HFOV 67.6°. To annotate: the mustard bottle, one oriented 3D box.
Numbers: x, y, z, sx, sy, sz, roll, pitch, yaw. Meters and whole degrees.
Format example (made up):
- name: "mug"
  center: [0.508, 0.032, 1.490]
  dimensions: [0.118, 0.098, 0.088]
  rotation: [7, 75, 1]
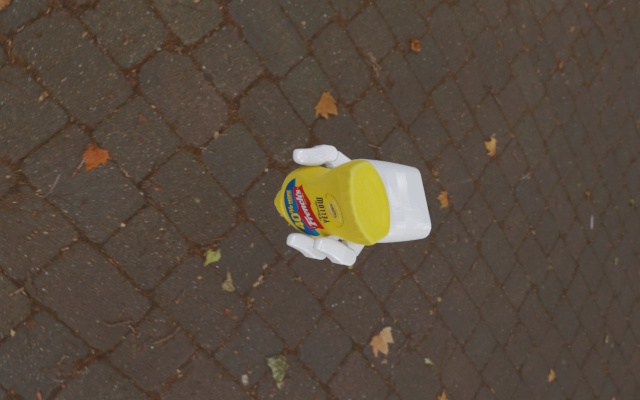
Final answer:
- name: "mustard bottle"
  center: [0.000, 0.002, 0.607]
  dimensions: [0.058, 0.096, 0.191]
  rotation: [-28, 17, -34]
